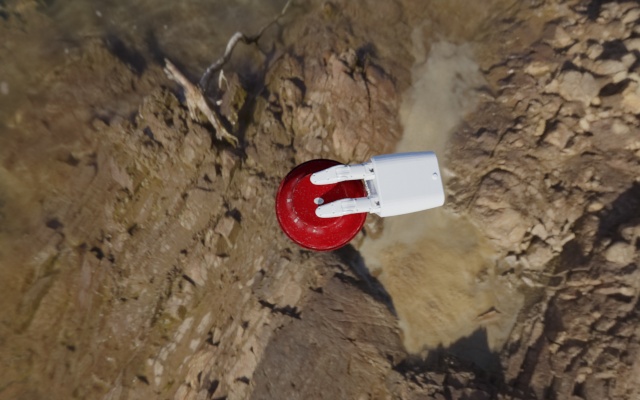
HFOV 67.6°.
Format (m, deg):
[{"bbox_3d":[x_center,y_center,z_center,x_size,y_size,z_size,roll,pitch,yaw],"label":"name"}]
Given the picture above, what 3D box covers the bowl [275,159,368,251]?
[{"bbox_3d":[-0.001,0.003,0.797,0.162,0.162,0.055,0,-9,3],"label":"bowl"}]
